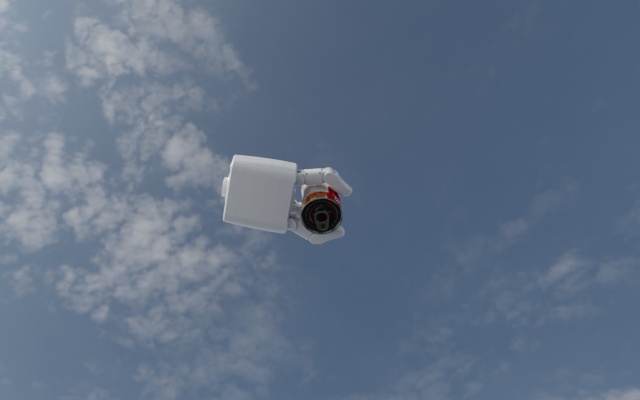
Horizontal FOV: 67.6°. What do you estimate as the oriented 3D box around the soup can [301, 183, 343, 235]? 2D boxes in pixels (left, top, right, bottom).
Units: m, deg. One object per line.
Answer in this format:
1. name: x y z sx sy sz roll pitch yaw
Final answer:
1. soup can: 0.001 0.002 0.813 0.068 0.068 0.102 0 28 -2
